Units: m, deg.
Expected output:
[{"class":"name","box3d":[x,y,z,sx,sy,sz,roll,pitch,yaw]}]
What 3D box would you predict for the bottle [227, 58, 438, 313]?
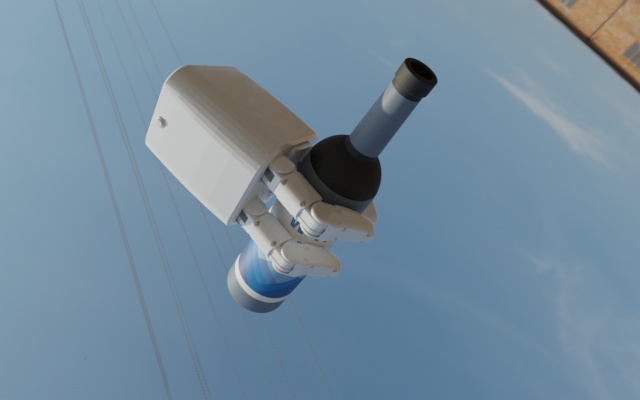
[{"class":"bottle","box3d":[0.000,0.002,0.418,0.069,0.069,0.296,0,-37,-36]}]
